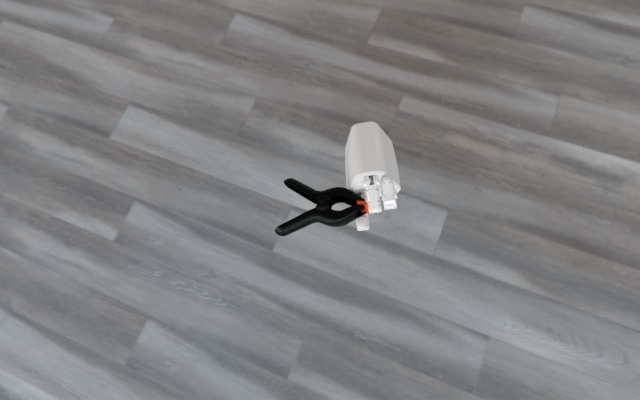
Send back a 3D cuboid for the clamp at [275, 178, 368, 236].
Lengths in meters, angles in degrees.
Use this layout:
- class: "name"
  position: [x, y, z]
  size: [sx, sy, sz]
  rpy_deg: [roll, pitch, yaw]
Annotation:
- class: "clamp"
  position: [0.000, 0.003, 0.879]
  size: [0.171, 0.120, 0.039]
  rpy_deg: [-6, -26, 5]
